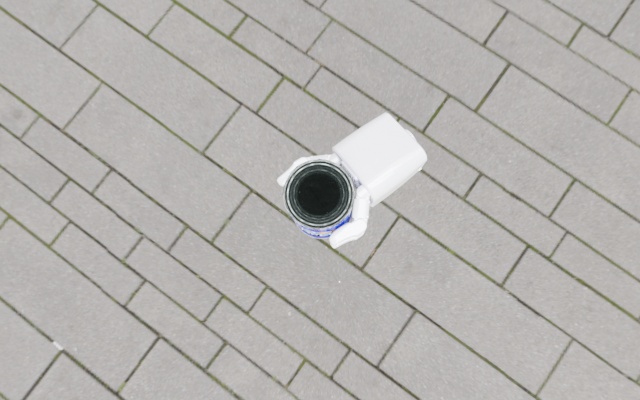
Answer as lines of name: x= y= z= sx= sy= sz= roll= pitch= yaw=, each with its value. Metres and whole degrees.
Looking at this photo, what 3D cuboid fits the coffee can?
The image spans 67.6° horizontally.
coffee can: x=0.000 y=0.003 z=0.743 sx=0.103 sy=0.103 sz=0.140 roll=0 pitch=-10 yaw=2
